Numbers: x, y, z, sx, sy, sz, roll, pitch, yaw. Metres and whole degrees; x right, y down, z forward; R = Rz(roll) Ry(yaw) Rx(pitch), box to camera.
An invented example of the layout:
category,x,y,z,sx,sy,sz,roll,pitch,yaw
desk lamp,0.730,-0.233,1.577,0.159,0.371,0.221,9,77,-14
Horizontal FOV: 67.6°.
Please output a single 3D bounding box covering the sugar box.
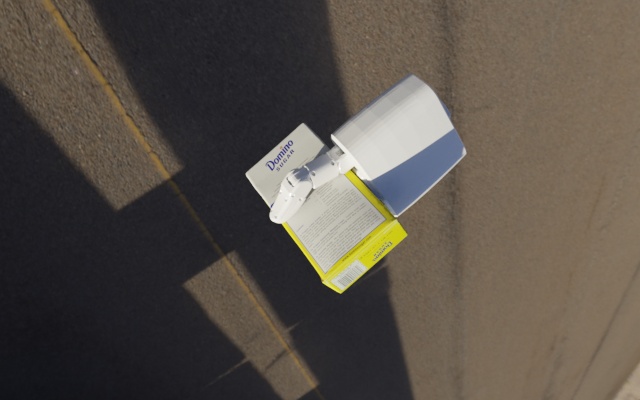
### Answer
category,x,y,z,sx,sy,sz,roll,pitch,yaw
sugar box,0.000,0.002,0.510,0.176,0.093,0.048,51,3,39
